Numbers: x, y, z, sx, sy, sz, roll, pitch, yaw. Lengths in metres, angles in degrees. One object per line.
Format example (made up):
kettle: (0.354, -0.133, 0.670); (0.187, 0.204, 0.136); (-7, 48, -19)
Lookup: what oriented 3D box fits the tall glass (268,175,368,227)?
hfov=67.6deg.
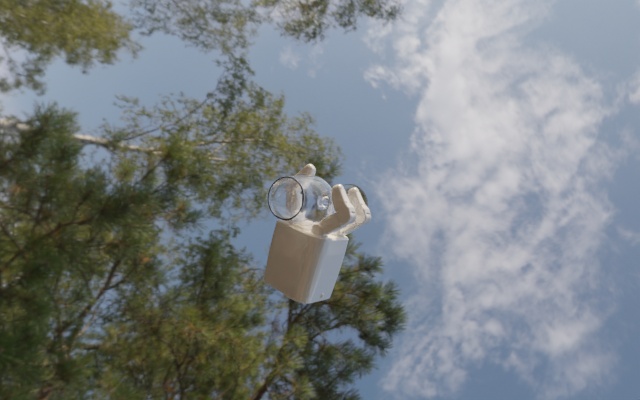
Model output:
tall glass: (0.000, 0.002, 0.754); (0.079, 0.079, 0.201); (0, -4, 30)
